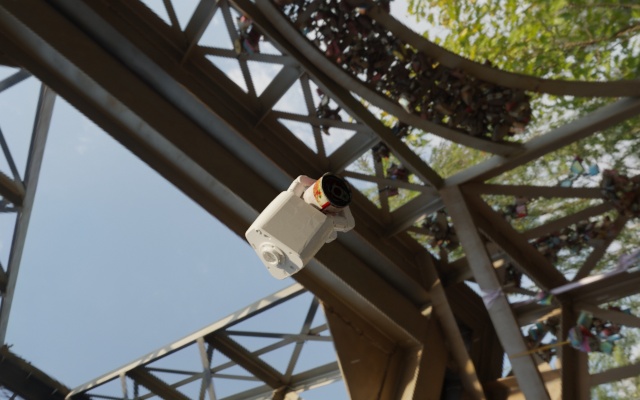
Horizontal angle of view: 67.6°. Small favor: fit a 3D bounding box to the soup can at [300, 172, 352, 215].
[{"bbox_3d":[0.000,0.003,0.865,0.068,0.068,0.102,0,-26,-39],"label":"soup can"}]
